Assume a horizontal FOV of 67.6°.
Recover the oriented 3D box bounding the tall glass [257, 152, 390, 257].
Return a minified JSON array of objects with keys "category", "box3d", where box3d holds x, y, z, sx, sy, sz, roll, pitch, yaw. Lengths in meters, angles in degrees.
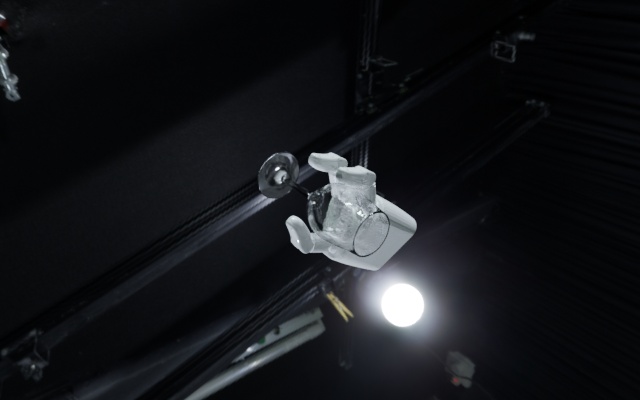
[{"category":"tall glass","box3d":[0.000,0.002,0.641,0.079,0.079,0.201,0,23,-42]}]
